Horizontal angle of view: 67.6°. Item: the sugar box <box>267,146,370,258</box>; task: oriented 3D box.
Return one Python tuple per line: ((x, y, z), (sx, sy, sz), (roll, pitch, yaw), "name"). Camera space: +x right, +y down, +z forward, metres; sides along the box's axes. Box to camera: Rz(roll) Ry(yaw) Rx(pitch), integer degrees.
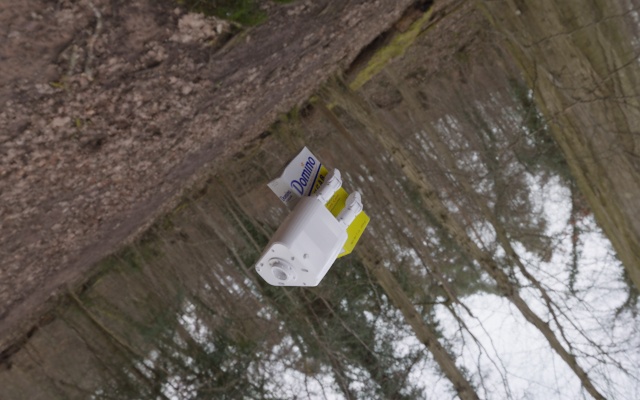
((0.000, 0.003, 0.809), (0.048, 0.176, 0.093), (-26, 22, 44), "sugar box")
